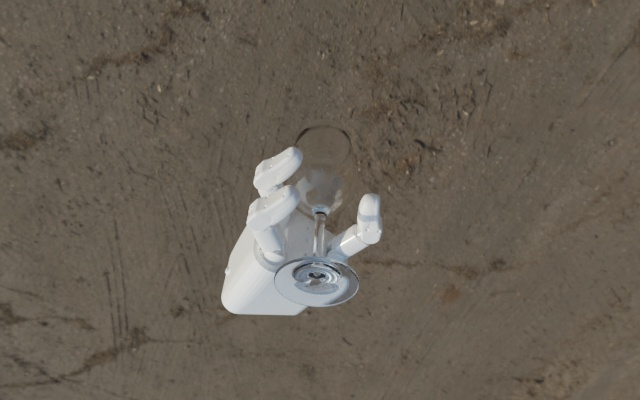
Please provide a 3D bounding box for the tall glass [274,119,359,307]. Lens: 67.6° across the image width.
[{"bbox_3d":[0.000,0.002,0.482,0.079,0.200,0.079,2,-44,2],"label":"tall glass"}]
